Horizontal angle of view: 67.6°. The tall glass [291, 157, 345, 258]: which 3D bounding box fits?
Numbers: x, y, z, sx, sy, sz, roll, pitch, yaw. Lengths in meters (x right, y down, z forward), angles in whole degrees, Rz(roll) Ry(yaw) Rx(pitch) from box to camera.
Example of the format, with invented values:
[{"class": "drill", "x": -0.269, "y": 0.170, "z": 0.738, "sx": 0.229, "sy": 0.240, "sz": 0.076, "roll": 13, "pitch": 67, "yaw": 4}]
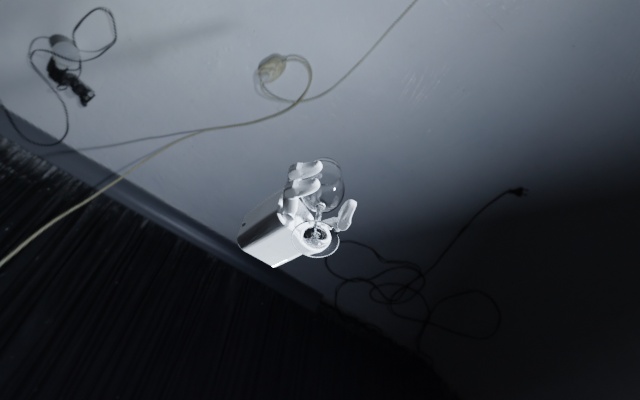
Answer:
[{"class": "tall glass", "x": 0.000, "y": 0.003, "z": 0.810, "sx": 0.079, "sy": 0.079, "sz": 0.201, "roll": 0, "pitch": 36, "yaw": 6}]
